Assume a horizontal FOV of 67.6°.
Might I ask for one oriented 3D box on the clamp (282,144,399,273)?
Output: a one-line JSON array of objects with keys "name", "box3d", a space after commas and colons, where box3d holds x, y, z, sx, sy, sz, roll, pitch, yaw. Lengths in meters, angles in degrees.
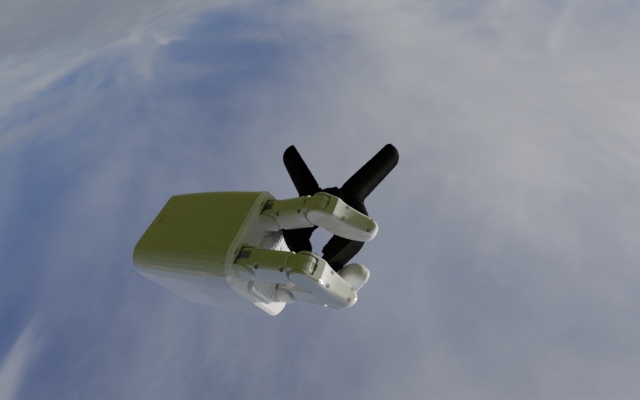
[{"name": "clamp", "box3d": [0.000, 0.002, 0.455, 0.120, 0.039, 0.171, 3, 45, 23]}]
